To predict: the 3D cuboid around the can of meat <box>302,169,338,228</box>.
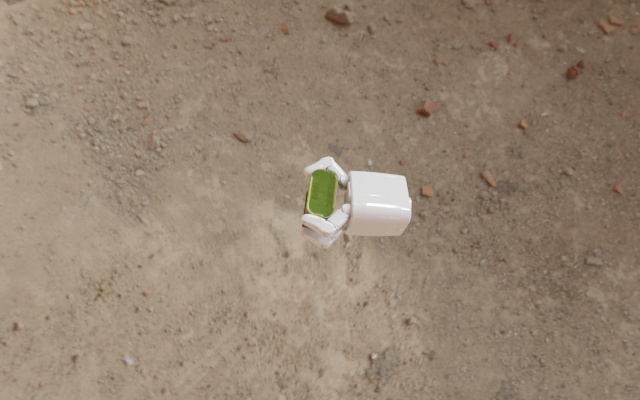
[{"bbox_3d":[0.000,0.003,0.883,0.057,0.102,0.084,8,-26,-2],"label":"can of meat"}]
